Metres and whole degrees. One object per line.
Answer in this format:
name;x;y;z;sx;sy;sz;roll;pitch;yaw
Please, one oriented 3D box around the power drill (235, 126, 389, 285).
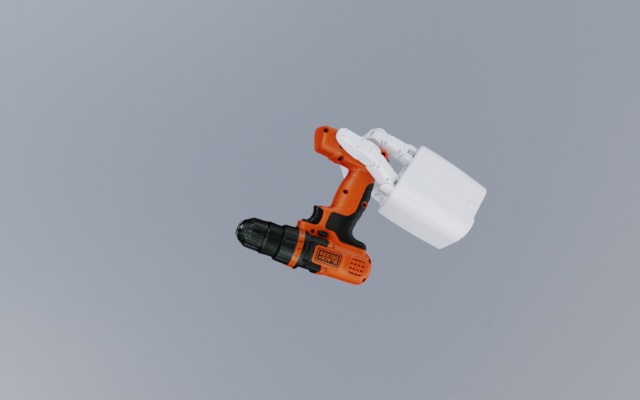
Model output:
power drill;0.001;0.002;0.630;0.184;0.187;0.057;20;-7;-15
